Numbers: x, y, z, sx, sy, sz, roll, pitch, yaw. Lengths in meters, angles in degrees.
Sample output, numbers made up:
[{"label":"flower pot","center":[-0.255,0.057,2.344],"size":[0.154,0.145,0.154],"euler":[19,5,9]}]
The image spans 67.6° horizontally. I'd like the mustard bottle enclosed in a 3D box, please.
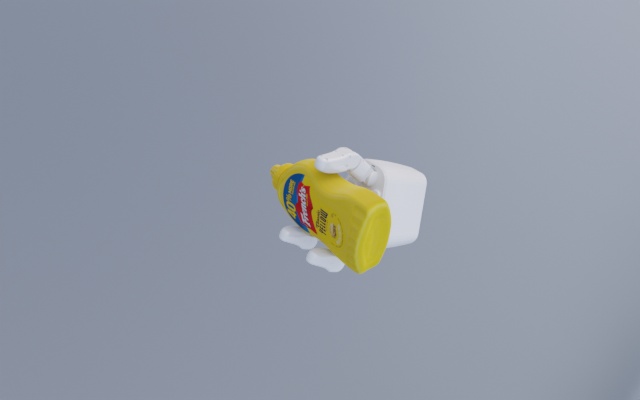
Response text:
[{"label":"mustard bottle","center":[0.000,0.002,0.592],"size":[0.058,0.096,0.191],"euler":[-24,42,-33]}]
